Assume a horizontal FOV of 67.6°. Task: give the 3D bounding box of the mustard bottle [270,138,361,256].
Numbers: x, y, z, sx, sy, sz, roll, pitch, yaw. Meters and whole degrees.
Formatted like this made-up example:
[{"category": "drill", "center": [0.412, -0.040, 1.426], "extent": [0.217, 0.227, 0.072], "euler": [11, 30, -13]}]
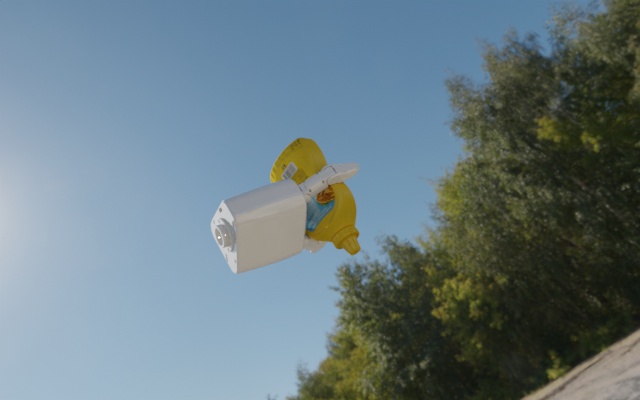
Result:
[{"category": "mustard bottle", "center": [0.000, 0.002, 0.712], "extent": [0.058, 0.191, 0.096], "euler": [1, -44, -50]}]
